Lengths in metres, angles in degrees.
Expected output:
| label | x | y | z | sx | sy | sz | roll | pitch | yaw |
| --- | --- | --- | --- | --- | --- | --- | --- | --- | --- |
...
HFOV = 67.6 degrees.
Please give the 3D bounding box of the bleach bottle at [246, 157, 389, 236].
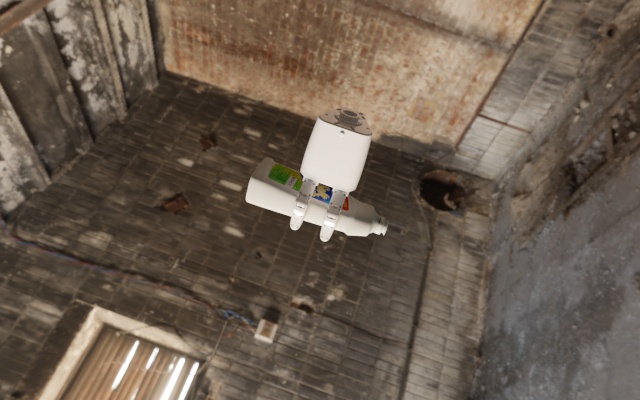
| label | x | y | z | sx | sy | sz | roll | pitch | yaw |
| --- | --- | --- | --- | --- | --- | --- | --- | --- | --- |
| bleach bottle | 0.000 | 0.003 | 0.857 | 0.251 | 0.068 | 0.102 | 19 | 30 | 3 |
